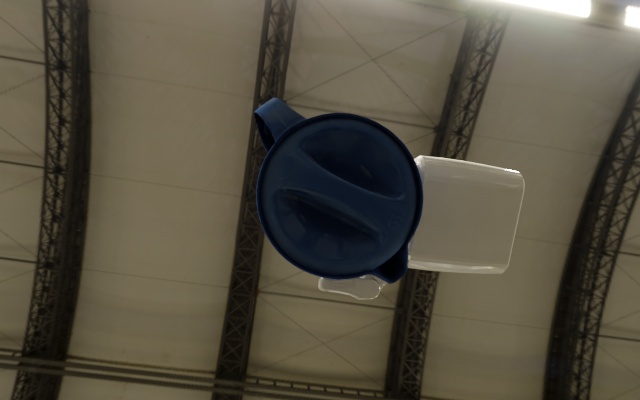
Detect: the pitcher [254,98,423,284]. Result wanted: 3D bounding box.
[{"bbox_3d":[0.000,0.002,0.488,0.145,0.149,0.243,7,-8,-5],"label":"pitcher"}]
